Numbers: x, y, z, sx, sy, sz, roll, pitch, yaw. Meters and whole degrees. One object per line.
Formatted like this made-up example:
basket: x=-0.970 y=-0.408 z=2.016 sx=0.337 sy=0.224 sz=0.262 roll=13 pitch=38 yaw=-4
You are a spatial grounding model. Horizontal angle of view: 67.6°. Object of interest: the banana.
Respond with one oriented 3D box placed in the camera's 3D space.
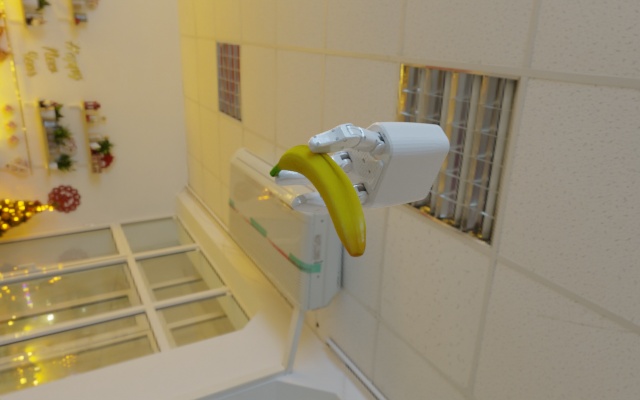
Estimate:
banana: x=0.003 y=-0.016 z=0.552 sx=0.037 sy=0.070 sz=0.197 roll=-4 pitch=32 yaw=-33
